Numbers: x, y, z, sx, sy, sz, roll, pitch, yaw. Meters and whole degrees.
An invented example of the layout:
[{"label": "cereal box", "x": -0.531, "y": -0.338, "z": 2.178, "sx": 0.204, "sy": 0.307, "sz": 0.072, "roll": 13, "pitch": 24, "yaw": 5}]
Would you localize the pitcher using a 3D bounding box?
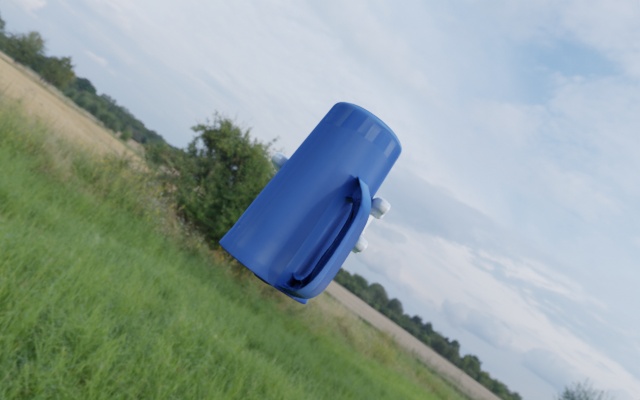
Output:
[{"label": "pitcher", "x": 0.000, "y": 0.002, "z": 0.600, "sx": 0.149, "sy": 0.243, "sz": 0.145, "roll": 35, "pitch": -5, "yaw": 12}]
